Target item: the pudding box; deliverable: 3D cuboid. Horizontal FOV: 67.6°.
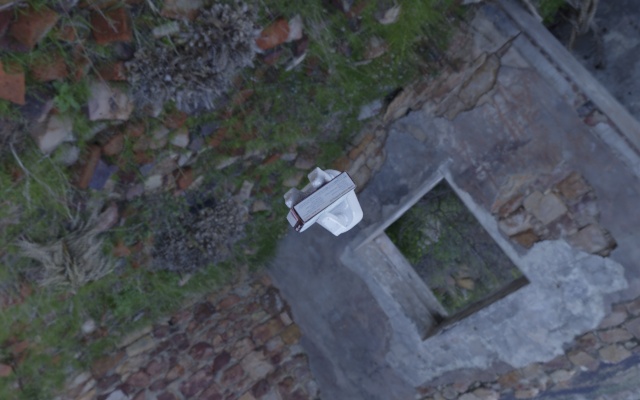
[{"bbox_3d":[0.000,0.003,0.804,0.113,0.039,0.090,-37,-6,-15],"label":"pudding box"}]
